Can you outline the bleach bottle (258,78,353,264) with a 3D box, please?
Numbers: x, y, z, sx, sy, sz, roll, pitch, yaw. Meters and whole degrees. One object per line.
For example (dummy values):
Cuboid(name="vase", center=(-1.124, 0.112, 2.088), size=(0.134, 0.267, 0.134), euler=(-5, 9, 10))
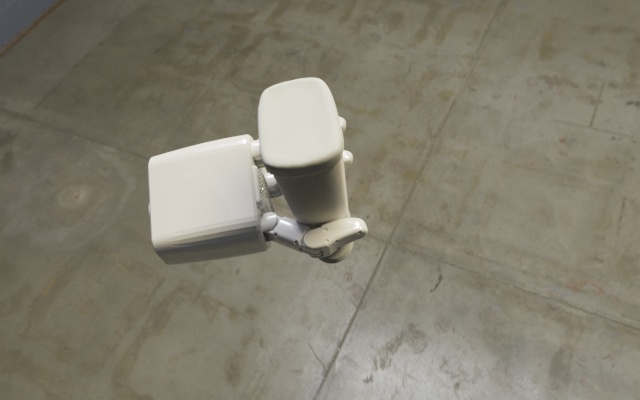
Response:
Cuboid(name="bleach bottle", center=(0.000, 0.001, 0.488), size=(0.068, 0.102, 0.251), euler=(-11, -35, 3))
